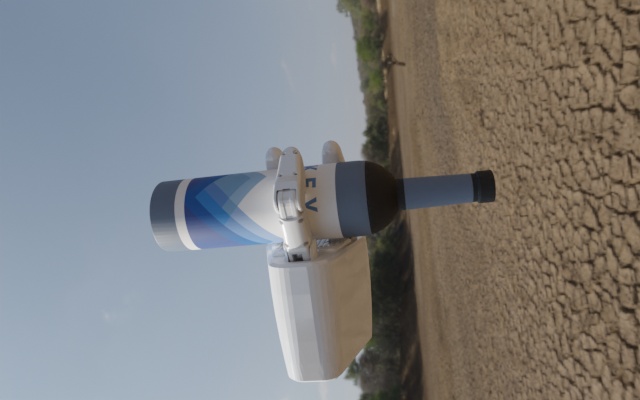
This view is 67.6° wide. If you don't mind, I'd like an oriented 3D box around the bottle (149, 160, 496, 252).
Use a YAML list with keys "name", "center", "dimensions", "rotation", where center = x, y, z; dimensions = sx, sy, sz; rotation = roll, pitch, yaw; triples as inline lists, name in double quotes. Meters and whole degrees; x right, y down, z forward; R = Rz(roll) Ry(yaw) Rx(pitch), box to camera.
- name: "bottle"
  center: [0.000, 0.001, 0.425]
  dimensions: [0.296, 0.069, 0.069]
  rotation: [-5, -1, 10]
